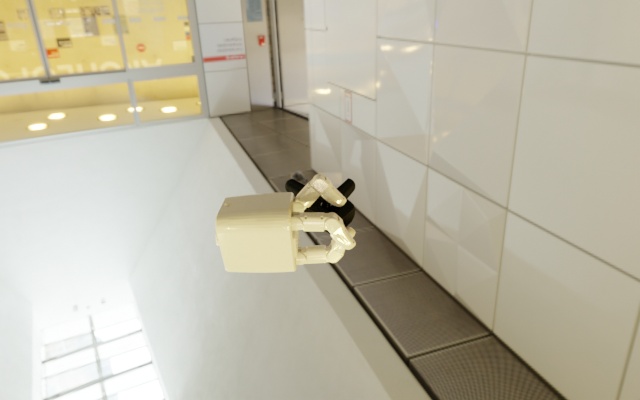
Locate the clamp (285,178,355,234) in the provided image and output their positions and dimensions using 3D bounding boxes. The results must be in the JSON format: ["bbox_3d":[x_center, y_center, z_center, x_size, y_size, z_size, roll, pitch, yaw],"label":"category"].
[{"bbox_3d":[0.000,0.003,0.762,0.120,0.039,0.171,-3,23,1],"label":"clamp"}]
